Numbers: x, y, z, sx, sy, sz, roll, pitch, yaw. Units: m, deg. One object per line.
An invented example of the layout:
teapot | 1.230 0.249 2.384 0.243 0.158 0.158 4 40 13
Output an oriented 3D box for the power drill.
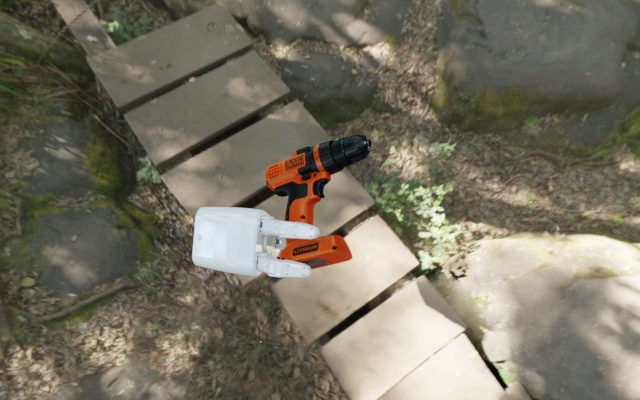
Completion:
power drill | 0.000 0.003 0.715 0.184 0.187 0.057 -19 -30 28
